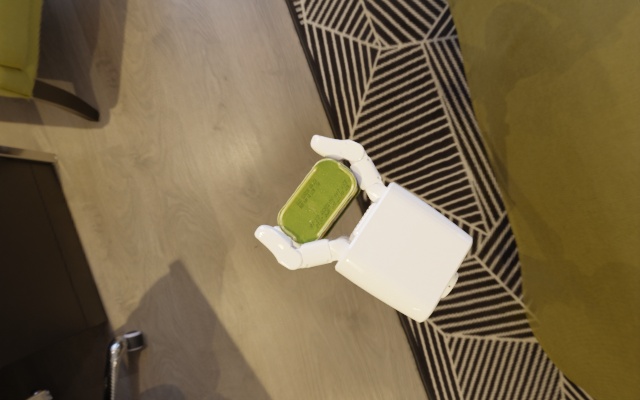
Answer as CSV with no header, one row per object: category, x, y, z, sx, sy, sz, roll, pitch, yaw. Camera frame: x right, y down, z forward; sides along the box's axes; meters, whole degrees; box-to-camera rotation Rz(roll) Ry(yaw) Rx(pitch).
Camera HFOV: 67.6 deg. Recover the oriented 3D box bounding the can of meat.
can of meat,0.000,0.002,0.544,0.057,0.102,0.084,37,4,4
